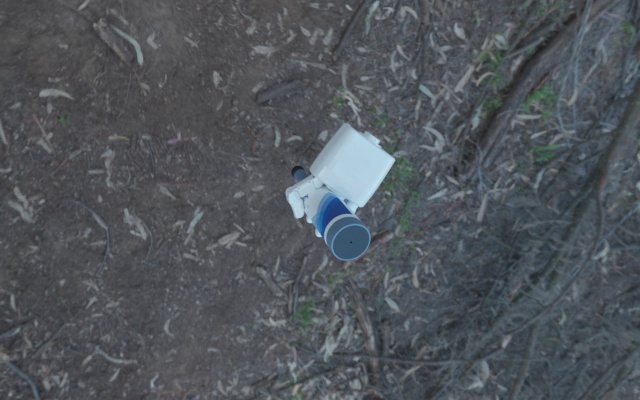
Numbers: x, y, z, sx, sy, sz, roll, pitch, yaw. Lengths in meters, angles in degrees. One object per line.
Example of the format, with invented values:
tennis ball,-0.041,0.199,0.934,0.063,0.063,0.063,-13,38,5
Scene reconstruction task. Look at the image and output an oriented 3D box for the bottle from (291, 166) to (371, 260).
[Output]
bottle,0.000,0.003,0.868,0.069,0.069,0.295,0,25,-21
